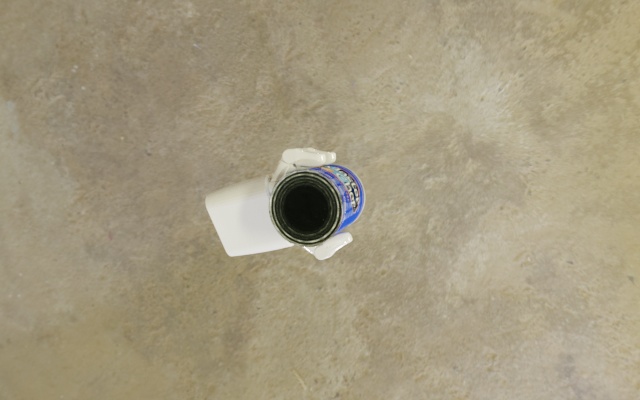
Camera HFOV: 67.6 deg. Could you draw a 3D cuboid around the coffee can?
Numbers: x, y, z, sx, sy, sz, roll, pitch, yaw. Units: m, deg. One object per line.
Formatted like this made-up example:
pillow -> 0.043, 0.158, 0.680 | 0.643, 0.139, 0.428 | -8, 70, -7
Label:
coffee can -> 0.000, 0.002, 0.684 | 0.103, 0.103, 0.140 | 0, 7, 17
